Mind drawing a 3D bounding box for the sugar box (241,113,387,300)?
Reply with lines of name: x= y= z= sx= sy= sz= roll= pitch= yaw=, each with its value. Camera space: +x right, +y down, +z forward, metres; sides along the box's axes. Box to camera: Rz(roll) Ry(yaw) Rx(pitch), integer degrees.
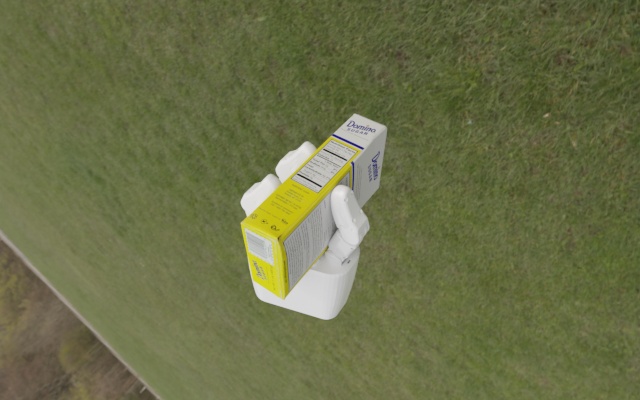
sugar box: x=0.000 y=0.001 z=0.465 sx=0.048 sy=0.093 sz=0.176 roll=26 pitch=53 yaw=21
